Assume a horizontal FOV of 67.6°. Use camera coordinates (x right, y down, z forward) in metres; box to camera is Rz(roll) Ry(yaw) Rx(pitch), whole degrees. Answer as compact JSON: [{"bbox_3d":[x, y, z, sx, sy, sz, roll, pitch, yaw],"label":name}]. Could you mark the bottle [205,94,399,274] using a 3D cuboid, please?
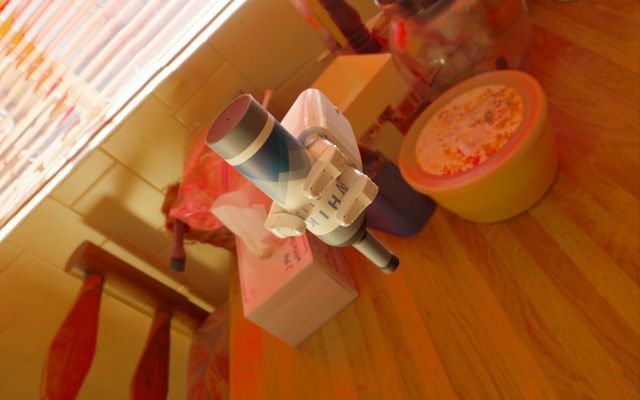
[{"bbox_3d":[0.000,0.002,0.555,0.069,0.069,0.296,0,-35,50],"label":"bottle"}]
